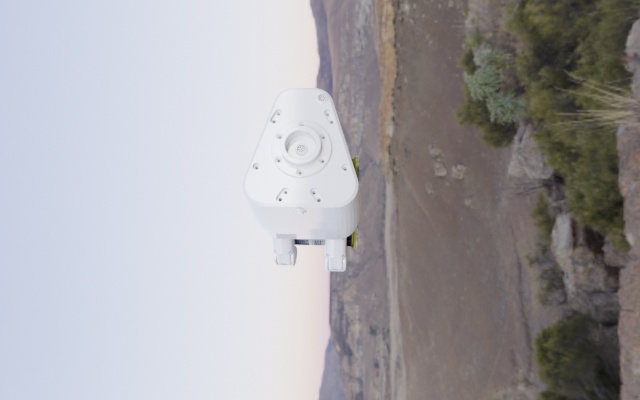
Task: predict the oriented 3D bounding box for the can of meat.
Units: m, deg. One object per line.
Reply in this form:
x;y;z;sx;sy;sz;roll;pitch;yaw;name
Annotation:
0.000;0.002;0.534;0.084;0.102;0.057;1;-13;2;can of meat
